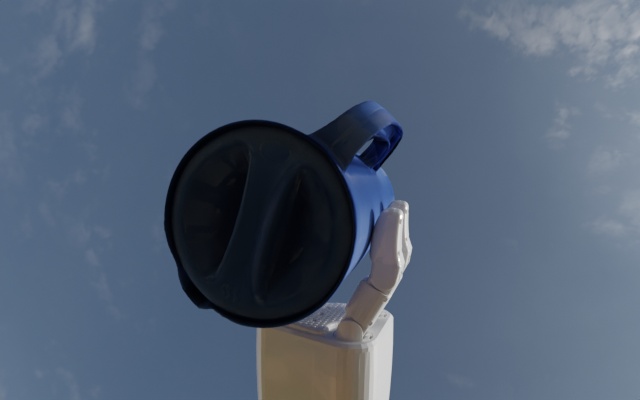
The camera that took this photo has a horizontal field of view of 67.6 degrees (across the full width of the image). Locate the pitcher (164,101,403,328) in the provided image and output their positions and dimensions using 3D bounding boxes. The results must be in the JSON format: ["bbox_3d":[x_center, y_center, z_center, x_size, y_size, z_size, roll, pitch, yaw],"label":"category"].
[{"bbox_3d":[0.000,0.002,0.406,0.149,0.145,0.243,1,4,18],"label":"pitcher"}]
